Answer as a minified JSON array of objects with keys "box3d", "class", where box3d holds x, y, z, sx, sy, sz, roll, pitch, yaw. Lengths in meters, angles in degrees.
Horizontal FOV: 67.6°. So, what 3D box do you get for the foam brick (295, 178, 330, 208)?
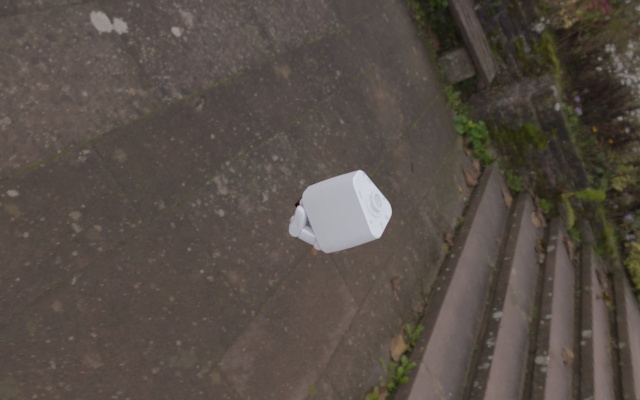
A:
[{"box3d":[0.000,0.003,0.879,0.051,0.053,0.078,-19,22,35],"class":"foam brick"}]
